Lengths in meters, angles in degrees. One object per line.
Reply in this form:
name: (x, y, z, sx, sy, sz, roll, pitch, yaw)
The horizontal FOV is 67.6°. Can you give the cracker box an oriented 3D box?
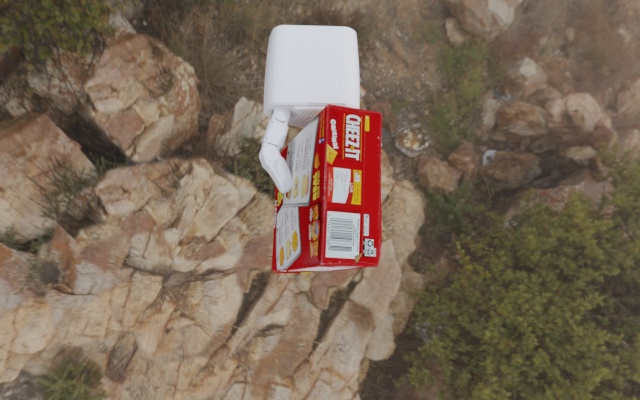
cracker box: (0.000, 0.002, 0.570, 0.072, 0.164, 0.214, 5, -11, -18)
